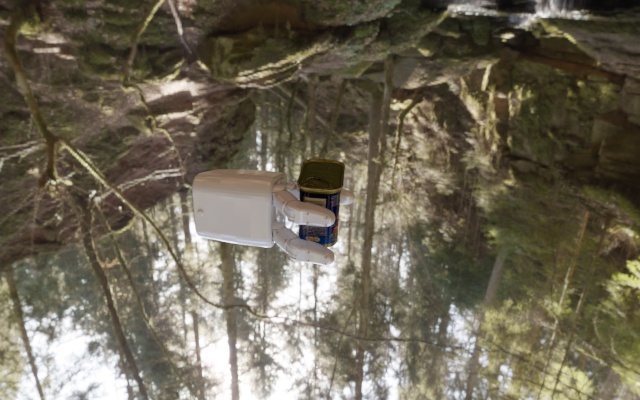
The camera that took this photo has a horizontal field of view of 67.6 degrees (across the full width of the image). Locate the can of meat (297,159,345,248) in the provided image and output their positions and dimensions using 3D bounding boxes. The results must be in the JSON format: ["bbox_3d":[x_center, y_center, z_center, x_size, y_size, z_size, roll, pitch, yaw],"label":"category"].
[{"bbox_3d":[0.000,0.002,0.632,0.057,0.084,0.102,4,26,3],"label":"can of meat"}]
